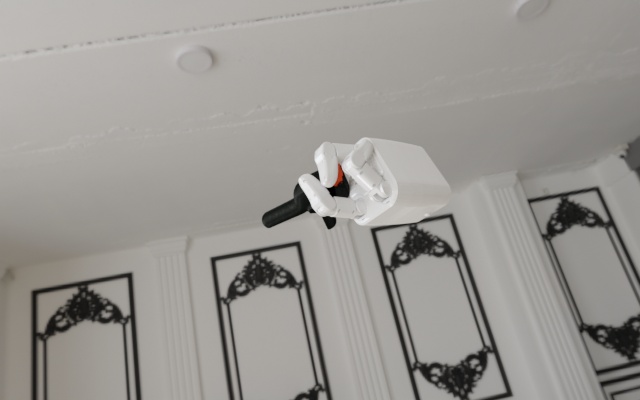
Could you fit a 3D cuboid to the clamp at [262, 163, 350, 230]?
[{"bbox_3d":[0.000,0.002,0.695,0.120,0.039,0.171,2,-25,-33],"label":"clamp"}]
